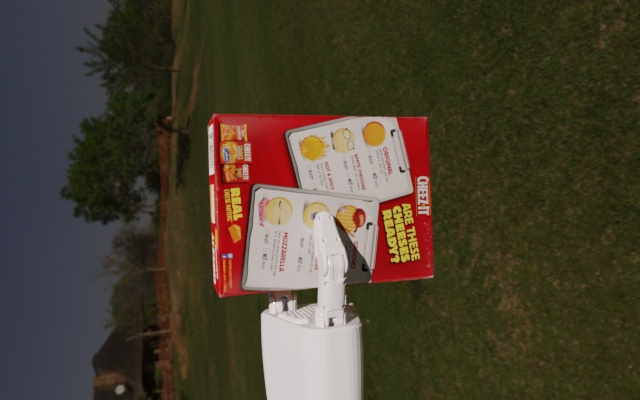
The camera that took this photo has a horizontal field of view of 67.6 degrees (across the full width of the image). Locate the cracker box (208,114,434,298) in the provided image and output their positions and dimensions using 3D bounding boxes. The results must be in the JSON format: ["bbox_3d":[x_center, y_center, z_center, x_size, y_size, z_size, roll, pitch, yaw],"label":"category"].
[{"bbox_3d":[0.000,0.002,0.476,0.214,0.164,0.072,-2,1,-18],"label":"cracker box"}]
